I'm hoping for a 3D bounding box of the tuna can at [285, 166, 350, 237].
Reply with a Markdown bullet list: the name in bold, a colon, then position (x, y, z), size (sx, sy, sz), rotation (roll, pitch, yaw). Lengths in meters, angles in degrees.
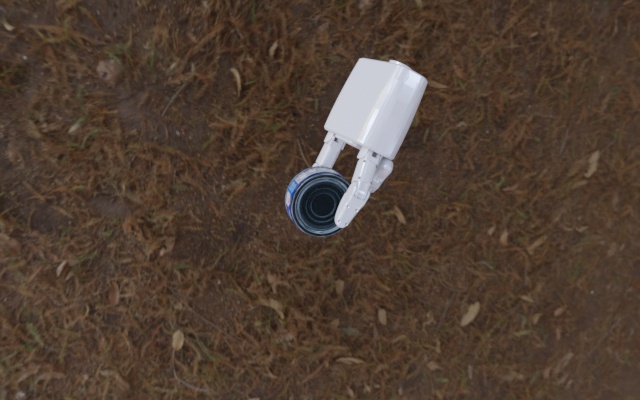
- **tuna can**: position (0.000, 0.002, 0.602), size (0.086, 0.086, 0.033), rotation (0, 18, -16)
